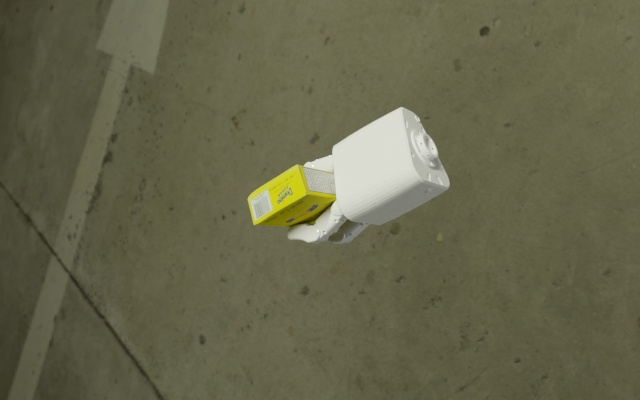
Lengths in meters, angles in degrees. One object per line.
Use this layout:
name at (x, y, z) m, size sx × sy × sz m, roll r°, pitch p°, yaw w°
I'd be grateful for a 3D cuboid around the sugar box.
sugar box at (0.000, 0.002, 0.629) m, size 0.093 × 0.048 × 0.176 m, roll -29°, pitch -24°, yaw 33°
